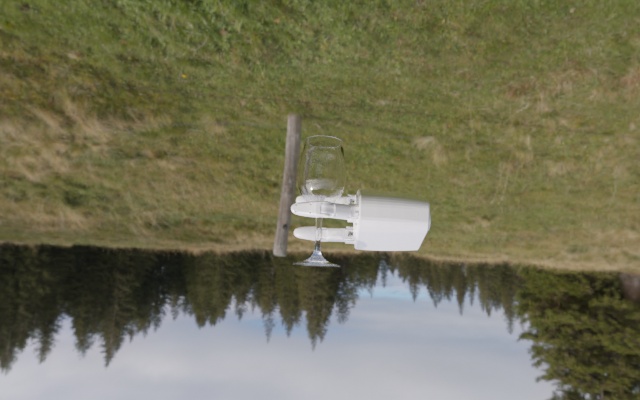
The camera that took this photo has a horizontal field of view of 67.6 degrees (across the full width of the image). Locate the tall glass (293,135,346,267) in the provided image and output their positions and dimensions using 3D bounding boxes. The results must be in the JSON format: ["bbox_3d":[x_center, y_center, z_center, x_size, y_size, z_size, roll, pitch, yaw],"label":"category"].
[{"bbox_3d":[0.000,0.003,0.754,0.079,0.201,0.079,3,-9,1],"label":"tall glass"}]
